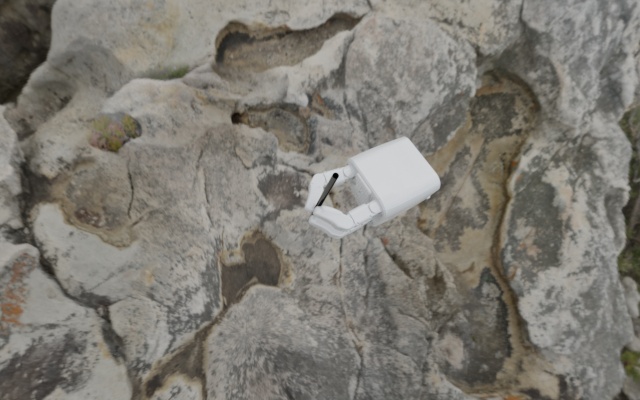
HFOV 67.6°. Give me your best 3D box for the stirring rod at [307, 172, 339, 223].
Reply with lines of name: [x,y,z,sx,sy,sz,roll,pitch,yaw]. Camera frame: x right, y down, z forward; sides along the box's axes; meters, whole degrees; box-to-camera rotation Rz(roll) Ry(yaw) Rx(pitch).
stirring rod: [0.000,0.002,0.682,0.011,0.011,0.239,0,-15,-9]
